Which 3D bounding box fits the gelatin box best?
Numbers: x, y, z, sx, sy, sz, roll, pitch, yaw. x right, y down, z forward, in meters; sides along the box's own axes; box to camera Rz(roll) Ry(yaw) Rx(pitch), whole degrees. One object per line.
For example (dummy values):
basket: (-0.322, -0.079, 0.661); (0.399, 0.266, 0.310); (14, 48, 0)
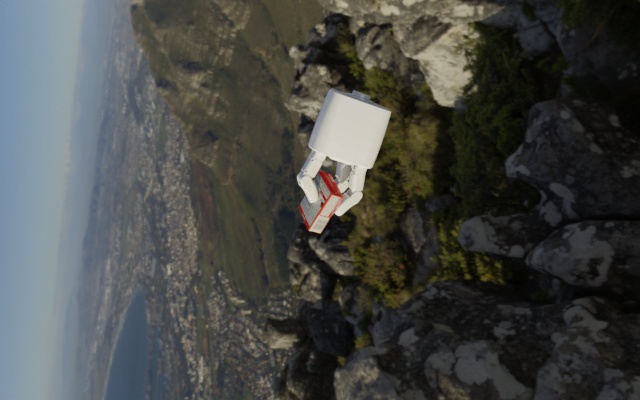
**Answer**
gelatin box: (0.000, 0.003, 0.868); (0.030, 0.089, 0.073); (17, 28, -31)
